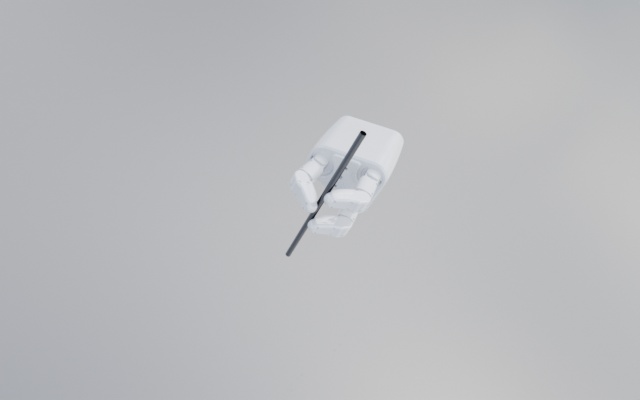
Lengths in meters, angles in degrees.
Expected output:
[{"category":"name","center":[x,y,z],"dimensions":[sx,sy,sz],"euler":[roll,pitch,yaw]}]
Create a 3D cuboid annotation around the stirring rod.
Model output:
[{"category":"stirring rod","center":[0.000,0.002,0.598],"dimensions":[0.011,0.011,0.240],"euler":[0,-38,-29]}]
